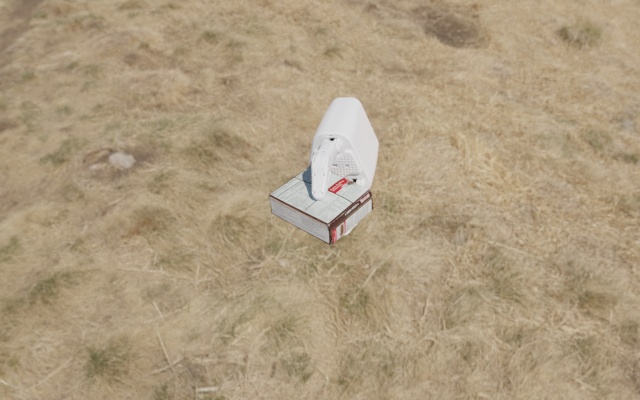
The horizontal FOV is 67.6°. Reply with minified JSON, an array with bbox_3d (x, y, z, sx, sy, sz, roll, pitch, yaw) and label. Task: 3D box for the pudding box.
[{"bbox_3d":[0.000,0.002,0.642,0.113,0.039,0.090,25,49,36],"label":"pudding box"}]
